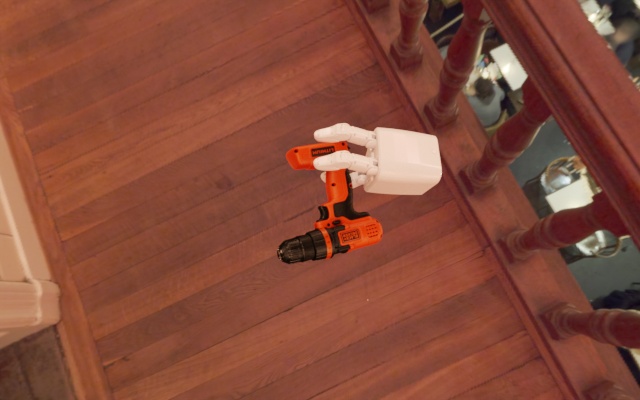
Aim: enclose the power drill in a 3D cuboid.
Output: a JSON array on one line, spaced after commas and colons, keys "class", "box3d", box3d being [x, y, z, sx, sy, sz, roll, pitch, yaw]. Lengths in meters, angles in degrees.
[{"class": "power drill", "box3d": [0.000, 0.002, 0.792, 0.184, 0.187, 0.057, -12, -5, -23]}]
